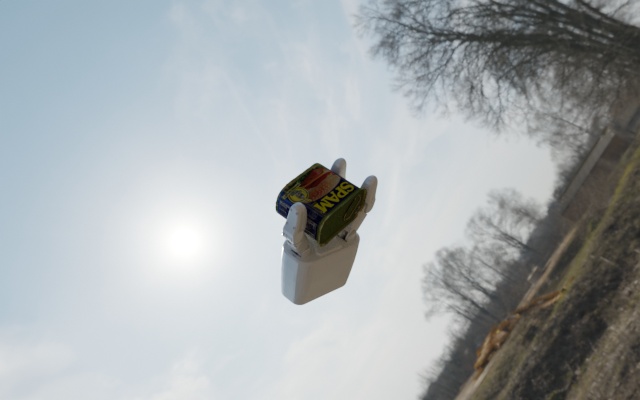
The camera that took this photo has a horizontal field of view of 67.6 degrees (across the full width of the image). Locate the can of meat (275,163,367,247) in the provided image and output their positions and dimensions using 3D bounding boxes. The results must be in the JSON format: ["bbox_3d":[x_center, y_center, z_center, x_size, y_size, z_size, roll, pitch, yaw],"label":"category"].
[{"bbox_3d":[0.000,0.002,0.663,0.084,0.057,0.102,33,51,24],"label":"can of meat"}]
